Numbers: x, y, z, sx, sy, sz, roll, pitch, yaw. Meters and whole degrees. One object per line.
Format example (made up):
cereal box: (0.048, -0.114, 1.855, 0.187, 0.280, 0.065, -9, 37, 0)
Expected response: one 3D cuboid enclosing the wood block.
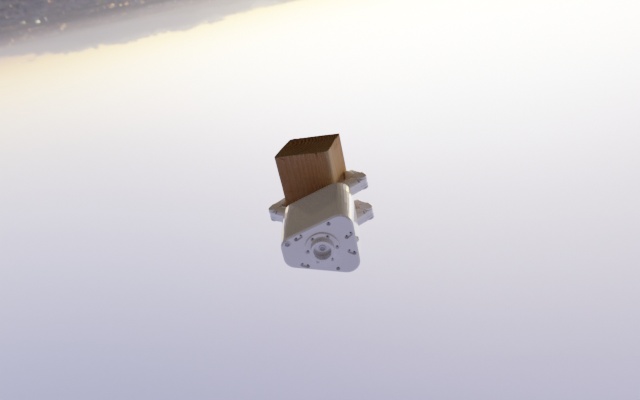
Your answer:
wood block: (0.000, 0.003, 0.800, 0.091, 0.206, 0.090, -4, 25, 18)
